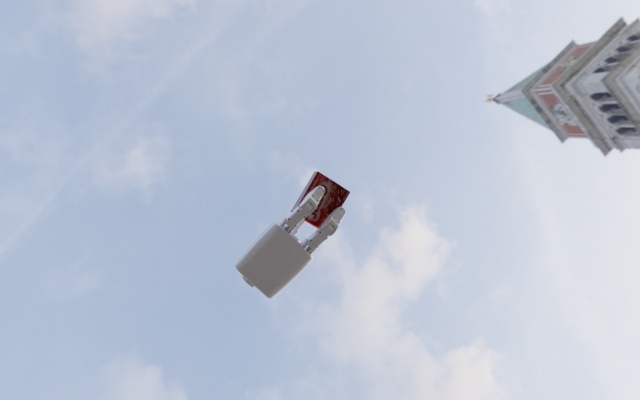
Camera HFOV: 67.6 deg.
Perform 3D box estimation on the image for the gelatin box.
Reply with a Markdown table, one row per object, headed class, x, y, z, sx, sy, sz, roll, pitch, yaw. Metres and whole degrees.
| class | x | y | z | sx | sy | sz | roll | pitch | yaw |
| --- | --- | --- | --- | --- | --- | --- | --- | --- | --- |
| gelatin box | 0.000 | 0.003 | 0.866 | 0.073 | 0.089 | 0.030 | 32 | -5 | -15 |
